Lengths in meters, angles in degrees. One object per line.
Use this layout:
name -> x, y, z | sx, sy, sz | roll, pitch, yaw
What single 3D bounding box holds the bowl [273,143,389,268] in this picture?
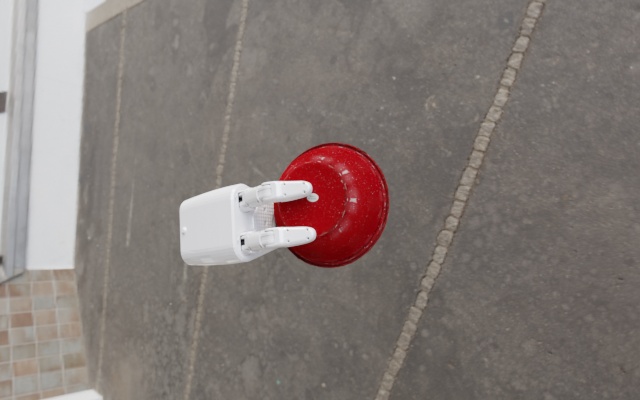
bowl -> 0.001, 0.001, 0.588 | 0.162, 0.162, 0.055 | 0, -7, 24
